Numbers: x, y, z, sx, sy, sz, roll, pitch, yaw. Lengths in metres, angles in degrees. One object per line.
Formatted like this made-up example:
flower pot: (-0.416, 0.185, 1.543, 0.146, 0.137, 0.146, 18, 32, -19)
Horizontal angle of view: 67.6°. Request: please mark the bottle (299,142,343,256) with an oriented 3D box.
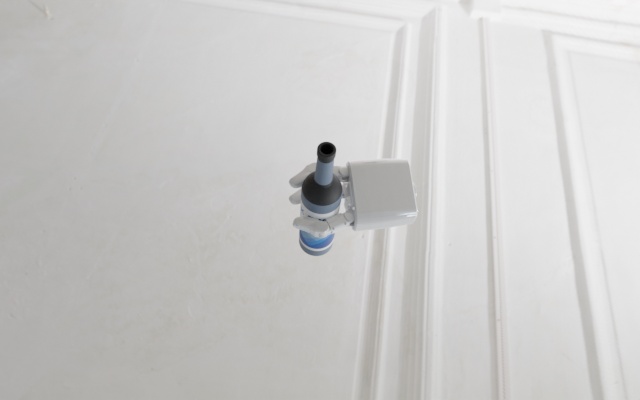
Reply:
bottle: (0.000, 0.003, 0.795, 0.069, 0.069, 0.296, 0, -30, -4)
